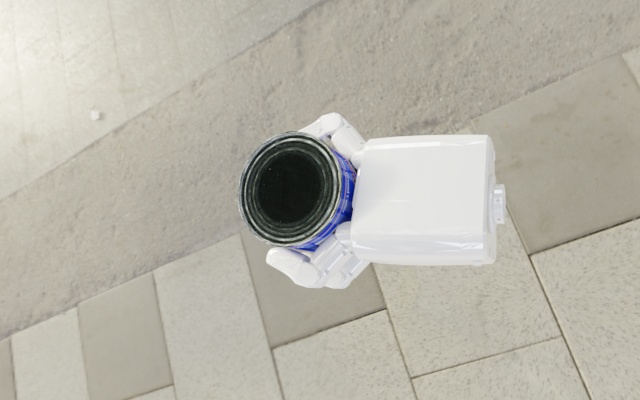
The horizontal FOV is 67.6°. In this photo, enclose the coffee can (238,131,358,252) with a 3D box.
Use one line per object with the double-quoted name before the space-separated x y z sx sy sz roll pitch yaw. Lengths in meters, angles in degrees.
"coffee can" 0.000 0.002 0.473 0.103 0.103 0.140 0 -10 25
